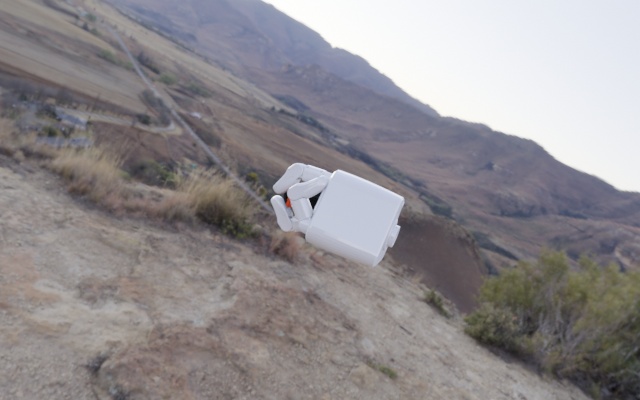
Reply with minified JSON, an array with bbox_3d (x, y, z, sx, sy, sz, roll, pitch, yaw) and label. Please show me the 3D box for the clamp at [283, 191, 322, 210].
[{"bbox_3d":[0.000,0.002,0.786,0.120,0.039,0.171,13,7,15],"label":"clamp"}]
